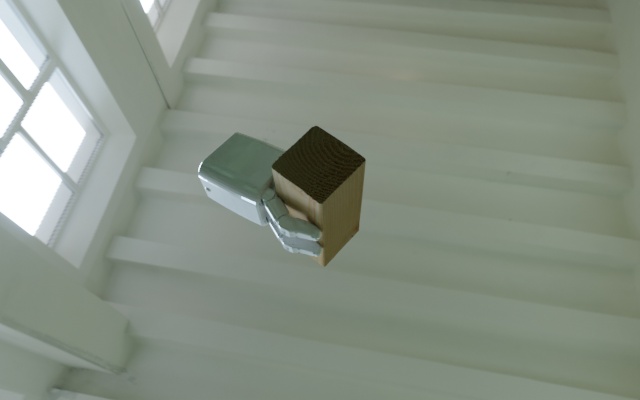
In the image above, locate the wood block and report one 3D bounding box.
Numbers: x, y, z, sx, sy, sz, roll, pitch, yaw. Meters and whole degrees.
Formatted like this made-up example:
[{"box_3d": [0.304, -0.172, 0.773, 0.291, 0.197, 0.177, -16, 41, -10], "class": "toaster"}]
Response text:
[{"box_3d": [0.000, 0.002, 0.697, 0.090, 0.090, 0.206, 37, -22, 20], "class": "wood block"}]
